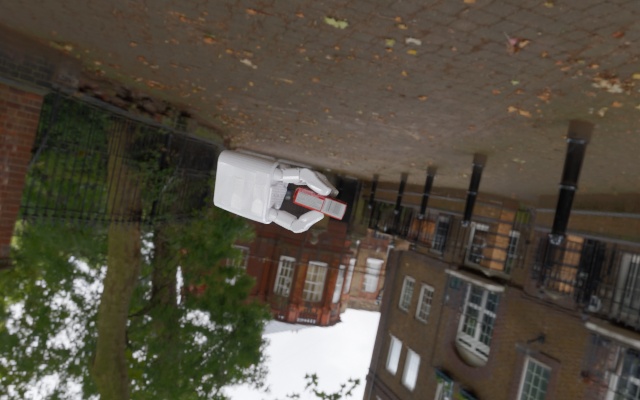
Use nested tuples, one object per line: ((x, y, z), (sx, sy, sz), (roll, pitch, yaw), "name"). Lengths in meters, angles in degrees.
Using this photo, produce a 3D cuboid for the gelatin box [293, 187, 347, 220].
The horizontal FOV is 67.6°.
((0.000, 0.003, 0.826), (0.089, 0.030, 0.073), (20, 3, 2), "gelatin box")
